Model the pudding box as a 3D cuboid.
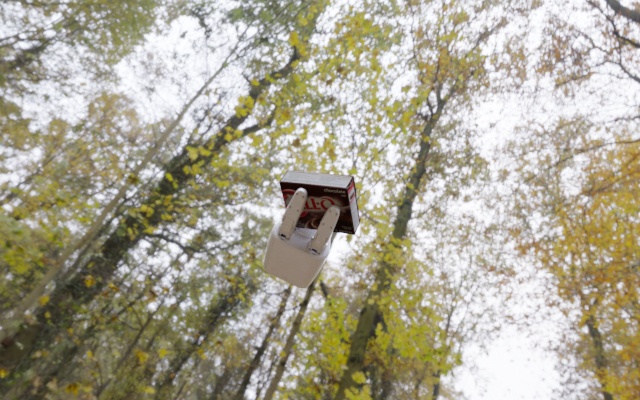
[{"bbox_3d":[0.000,0.002,0.731,0.113,0.090,0.039,5,41,21],"label":"pudding box"}]
